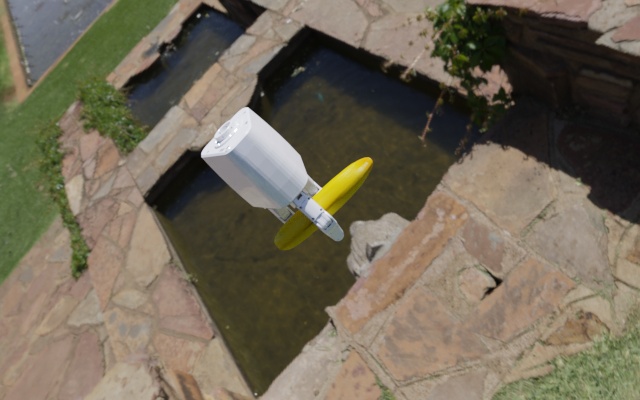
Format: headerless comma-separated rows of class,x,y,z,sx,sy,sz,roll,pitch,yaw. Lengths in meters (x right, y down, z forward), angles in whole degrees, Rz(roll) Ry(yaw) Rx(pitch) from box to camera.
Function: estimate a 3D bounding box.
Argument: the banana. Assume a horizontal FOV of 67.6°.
banana,-0.004,0.011,0.675,0.198,0.037,0.069,-42,11,16
